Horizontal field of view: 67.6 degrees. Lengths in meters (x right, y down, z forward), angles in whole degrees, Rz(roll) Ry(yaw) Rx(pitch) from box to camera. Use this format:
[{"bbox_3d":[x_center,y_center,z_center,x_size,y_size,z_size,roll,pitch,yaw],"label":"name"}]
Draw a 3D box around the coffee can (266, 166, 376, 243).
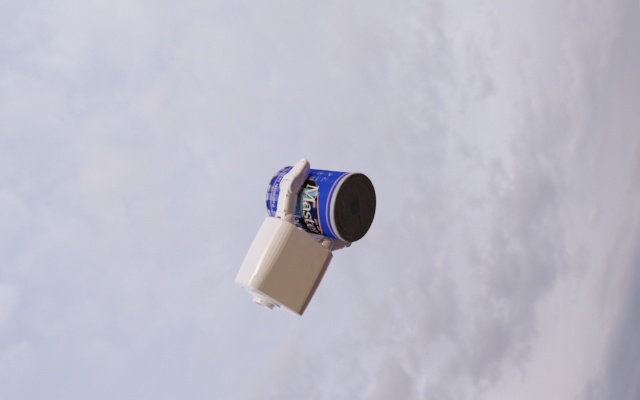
[{"bbox_3d":[0.000,0.002,0.738,0.140,0.103,0.103,9,6,41],"label":"coffee can"}]
